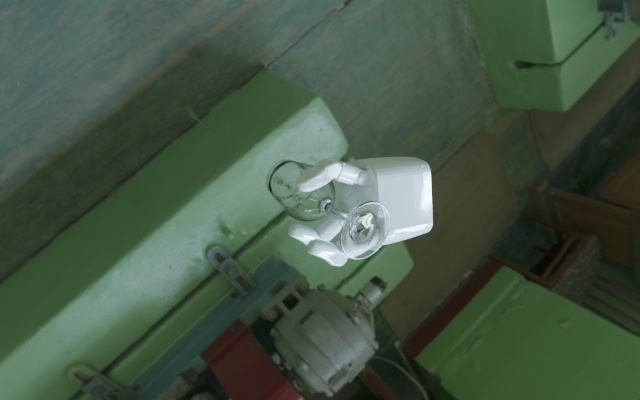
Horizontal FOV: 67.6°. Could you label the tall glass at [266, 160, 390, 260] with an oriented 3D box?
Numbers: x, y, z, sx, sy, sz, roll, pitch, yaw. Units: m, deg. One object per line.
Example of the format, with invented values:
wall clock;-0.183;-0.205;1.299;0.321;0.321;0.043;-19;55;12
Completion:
tall glass;0.000;0.002;0.634;0.079;0.079;0.201;0;20;-35
